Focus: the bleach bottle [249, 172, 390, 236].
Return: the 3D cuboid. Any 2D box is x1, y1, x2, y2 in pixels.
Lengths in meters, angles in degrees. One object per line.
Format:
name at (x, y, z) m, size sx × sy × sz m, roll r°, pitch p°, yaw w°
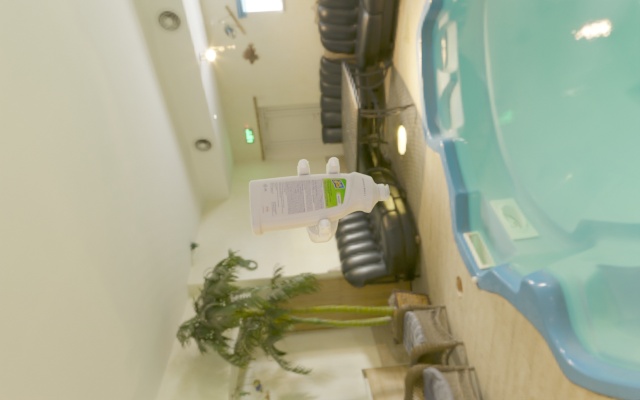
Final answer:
bleach bottle at (0.000, 0.003, 0.868) m, size 0.251 × 0.102 × 0.068 m, roll -5°, pitch -14°, yaw -3°
